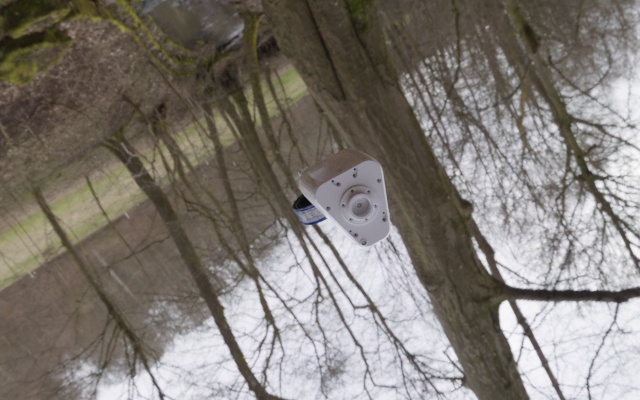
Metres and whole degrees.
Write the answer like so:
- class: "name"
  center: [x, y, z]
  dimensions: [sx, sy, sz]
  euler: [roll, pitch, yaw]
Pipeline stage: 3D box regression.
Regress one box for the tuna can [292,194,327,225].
- class: "tuna can"
  center: [0.000, 0.003, 0.763]
  dimensions: [0.086, 0.034, 0.086]
  euler: [-27, 18, 10]
